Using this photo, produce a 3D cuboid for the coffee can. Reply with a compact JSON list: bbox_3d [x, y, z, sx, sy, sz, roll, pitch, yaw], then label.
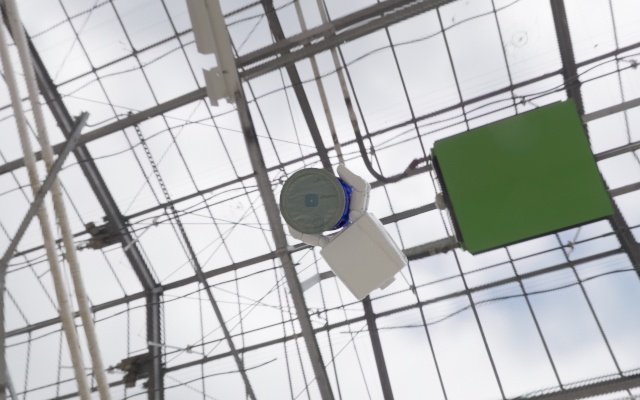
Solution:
[{"bbox_3d":[0.000,0.002,0.790,0.103,0.103,0.140,0,-2,12],"label":"coffee can"}]
